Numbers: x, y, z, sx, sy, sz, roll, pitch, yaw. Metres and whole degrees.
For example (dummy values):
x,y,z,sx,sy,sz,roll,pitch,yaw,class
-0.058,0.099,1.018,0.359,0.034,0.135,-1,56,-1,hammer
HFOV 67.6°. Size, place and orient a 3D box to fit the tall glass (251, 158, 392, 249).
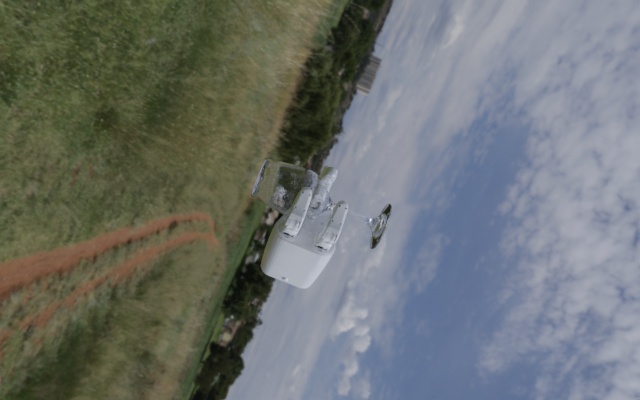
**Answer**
x,y,z,sx,sy,sz,roll,pitch,yaw,class
0.001,0.002,0.717,0.201,0.079,0.079,22,-2,-5,tall glass
